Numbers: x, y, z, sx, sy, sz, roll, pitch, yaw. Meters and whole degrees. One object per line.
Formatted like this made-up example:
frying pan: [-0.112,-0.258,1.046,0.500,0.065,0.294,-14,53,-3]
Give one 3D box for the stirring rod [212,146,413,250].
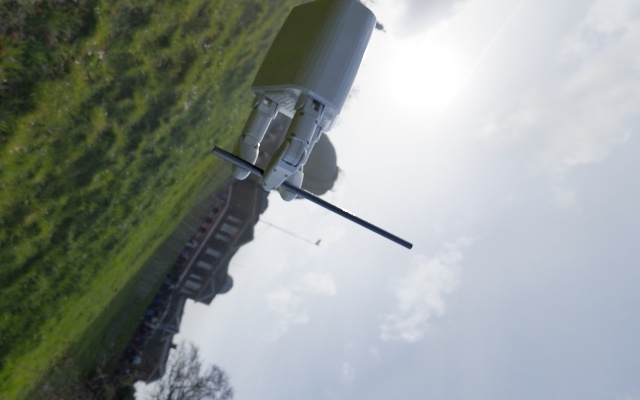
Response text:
stirring rod: [0.000,0.002,0.494,0.239,0.011,0.011,26,-10,-20]
